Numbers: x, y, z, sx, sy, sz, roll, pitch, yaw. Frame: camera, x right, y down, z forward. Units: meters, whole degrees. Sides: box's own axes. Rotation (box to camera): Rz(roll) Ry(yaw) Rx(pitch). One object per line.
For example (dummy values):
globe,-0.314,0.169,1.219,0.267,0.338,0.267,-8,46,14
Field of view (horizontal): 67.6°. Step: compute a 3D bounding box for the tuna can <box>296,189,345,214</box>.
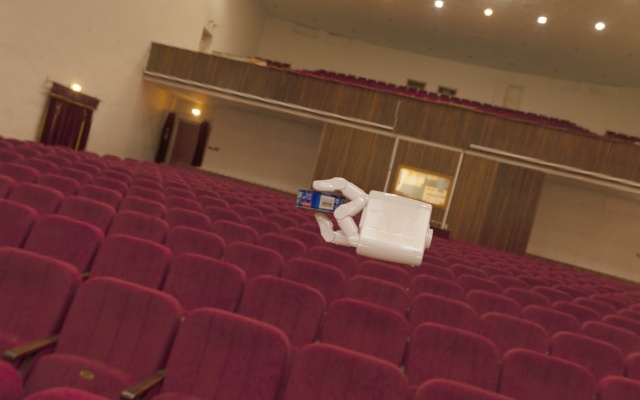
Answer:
tuna can,0.000,0.002,0.853,0.086,0.034,0.086,10,-2,0
